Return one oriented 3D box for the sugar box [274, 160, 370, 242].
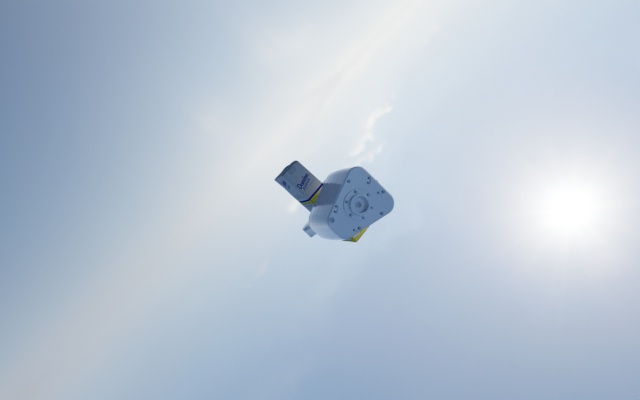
[{"bbox_3d":[0.001,0.002,0.865,0.176,0.048,0.093,45,-12,-9],"label":"sugar box"}]
